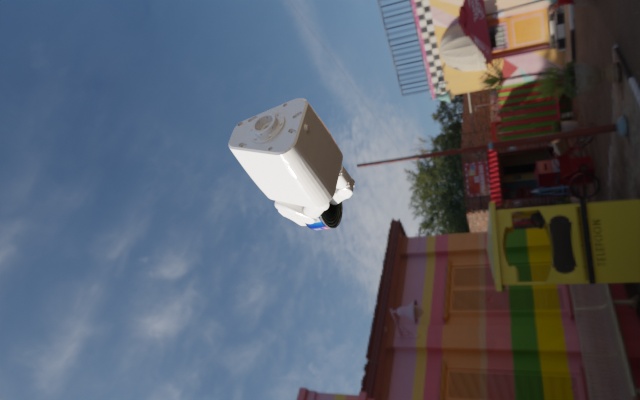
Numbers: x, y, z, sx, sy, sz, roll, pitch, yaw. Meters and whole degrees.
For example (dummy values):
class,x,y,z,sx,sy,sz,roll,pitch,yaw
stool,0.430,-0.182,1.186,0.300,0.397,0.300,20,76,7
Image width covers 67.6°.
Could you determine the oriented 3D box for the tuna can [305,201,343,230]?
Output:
class,x,y,z,sx,sy,sz,roll,pitch,yaw
tuna can,0.000,0.003,0.729,0.034,0.086,0.086,-10,-5,27
